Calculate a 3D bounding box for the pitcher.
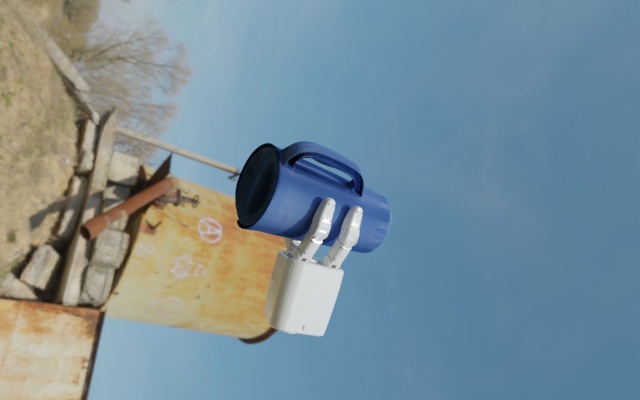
[{"bbox_3d":[0.000,0.003,0.757,0.243,0.145,0.149,18,-4,-33],"label":"pitcher"}]
